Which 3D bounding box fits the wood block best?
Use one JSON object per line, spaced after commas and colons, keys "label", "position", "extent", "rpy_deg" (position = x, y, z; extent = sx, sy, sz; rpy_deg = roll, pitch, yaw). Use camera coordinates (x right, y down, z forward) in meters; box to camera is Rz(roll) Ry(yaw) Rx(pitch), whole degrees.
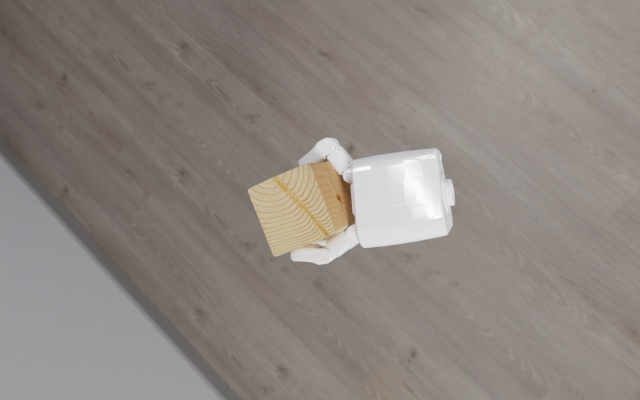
{"label": "wood block", "position": [0.000, 0.002, 0.656], "extent": [0.090, 0.091, 0.206], "rpy_deg": [-22, -3, 21]}
